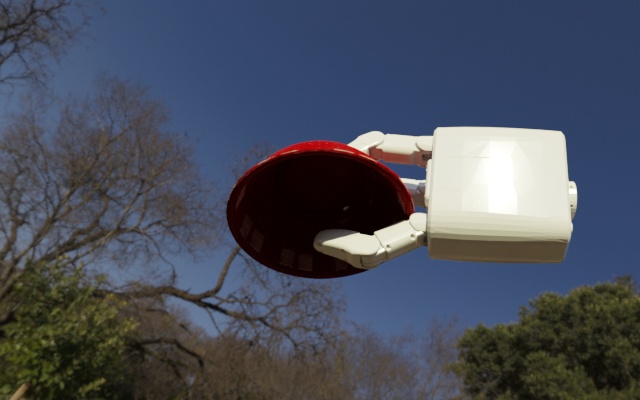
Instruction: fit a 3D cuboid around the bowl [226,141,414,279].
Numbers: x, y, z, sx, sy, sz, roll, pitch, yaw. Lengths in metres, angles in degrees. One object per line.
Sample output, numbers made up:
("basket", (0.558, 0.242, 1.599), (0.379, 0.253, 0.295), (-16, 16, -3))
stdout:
("bowl", (-0.001, 0.001, 0.430), (0.162, 0.162, 0.055), (0, 44, 0))
